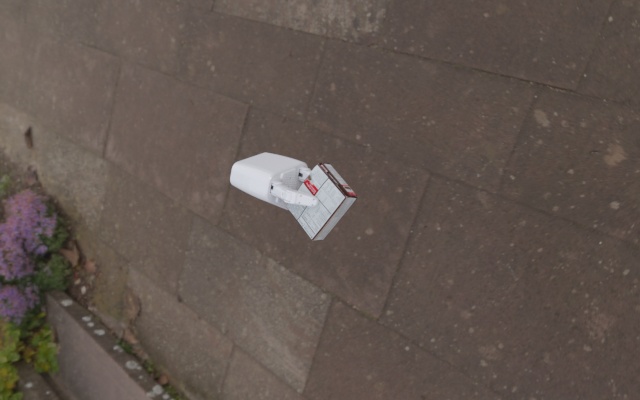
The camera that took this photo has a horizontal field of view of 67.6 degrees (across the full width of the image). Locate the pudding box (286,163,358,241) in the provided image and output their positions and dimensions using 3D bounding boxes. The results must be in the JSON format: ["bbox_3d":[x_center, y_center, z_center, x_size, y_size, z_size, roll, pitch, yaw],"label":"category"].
[{"bbox_3d":[0.000,0.003,0.847,0.039,0.113,0.090,-4,48,-52],"label":"pudding box"}]
